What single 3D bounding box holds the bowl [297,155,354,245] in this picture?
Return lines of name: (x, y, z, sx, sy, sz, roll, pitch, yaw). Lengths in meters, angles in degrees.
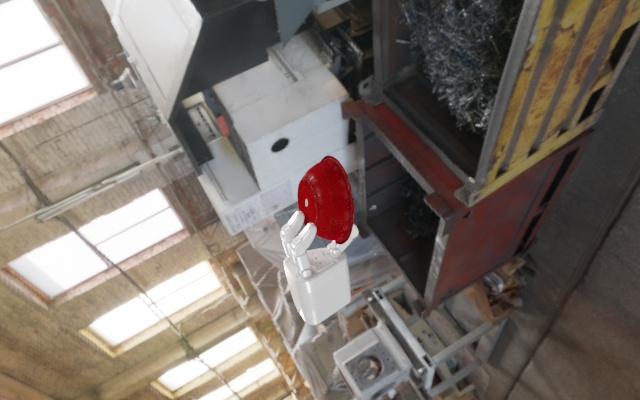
bowl: (0.000, 0.002, 0.849, 0.055, 0.162, 0.162, -8, 3, -22)
